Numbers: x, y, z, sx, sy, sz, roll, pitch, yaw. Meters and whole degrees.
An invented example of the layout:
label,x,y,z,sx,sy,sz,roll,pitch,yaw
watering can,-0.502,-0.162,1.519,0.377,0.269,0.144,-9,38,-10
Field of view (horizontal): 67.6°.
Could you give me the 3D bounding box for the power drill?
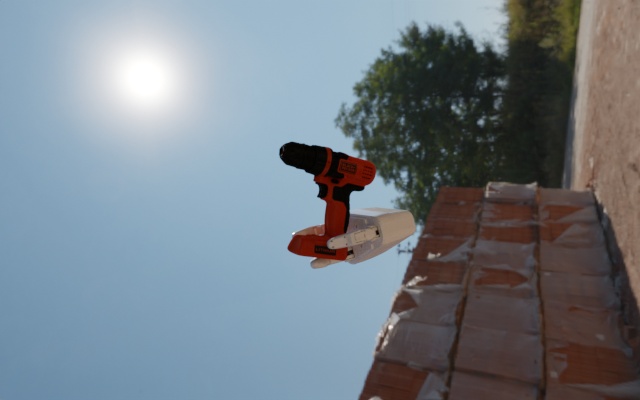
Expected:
label,x,y,z,sx,sy,sz,roll,pitch,yaw
power drill,0.000,0.003,0.815,0.184,0.187,0.057,12,2,-27
